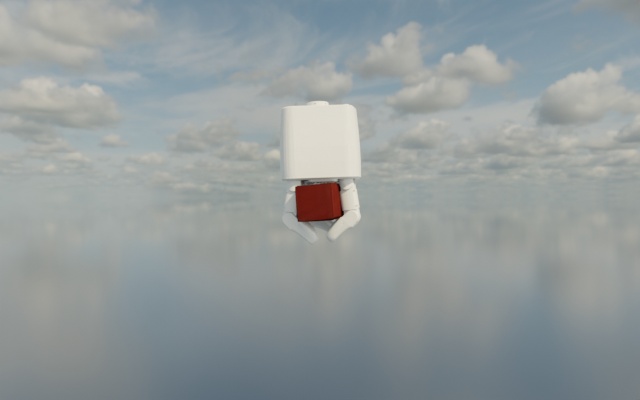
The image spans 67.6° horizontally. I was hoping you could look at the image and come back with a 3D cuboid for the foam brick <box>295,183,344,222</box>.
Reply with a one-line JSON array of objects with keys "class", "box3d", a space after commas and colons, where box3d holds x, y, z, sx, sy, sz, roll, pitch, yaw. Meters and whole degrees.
[{"class": "foam brick", "box3d": [0.000, 0.002, 0.683, 0.053, 0.051, 0.078, -4, 0, 14]}]
